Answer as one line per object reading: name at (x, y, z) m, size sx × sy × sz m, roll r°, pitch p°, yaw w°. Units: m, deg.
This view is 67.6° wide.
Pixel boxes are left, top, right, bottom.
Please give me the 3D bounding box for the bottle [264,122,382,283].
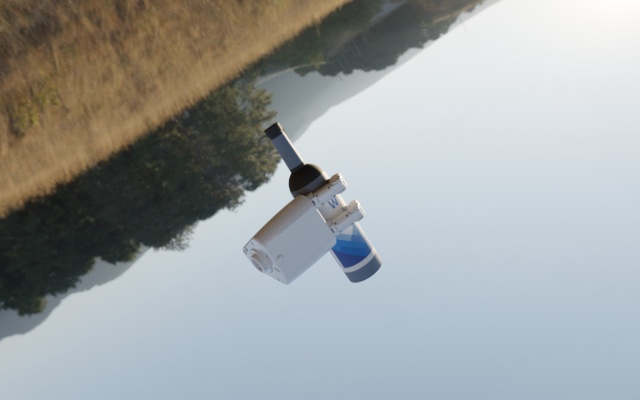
bottle at (0.000, 0.003, 0.789) m, size 0.069 × 0.296 × 0.069 m, roll -31°, pitch 15°, yaw 9°
